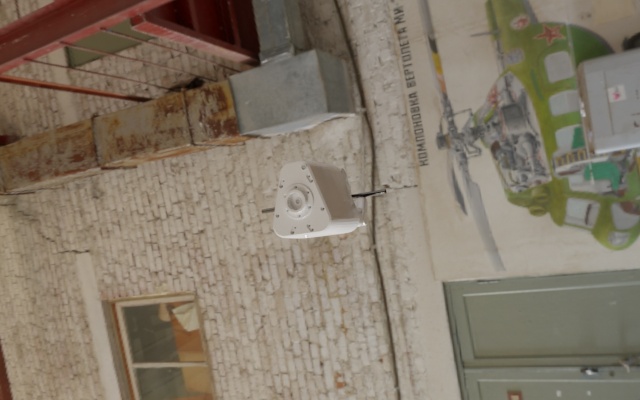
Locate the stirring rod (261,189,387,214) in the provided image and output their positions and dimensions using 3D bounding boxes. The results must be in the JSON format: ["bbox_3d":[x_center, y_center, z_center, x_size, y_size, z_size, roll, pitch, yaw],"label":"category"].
[{"bbox_3d":[0.000,0.003,0.842,0.239,0.011,0.011,-9,-4,24],"label":"stirring rod"}]
